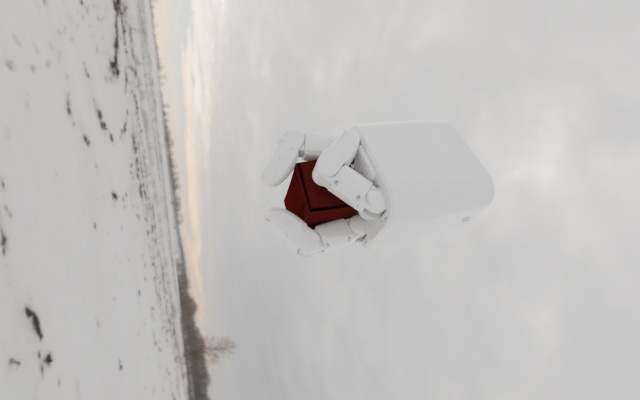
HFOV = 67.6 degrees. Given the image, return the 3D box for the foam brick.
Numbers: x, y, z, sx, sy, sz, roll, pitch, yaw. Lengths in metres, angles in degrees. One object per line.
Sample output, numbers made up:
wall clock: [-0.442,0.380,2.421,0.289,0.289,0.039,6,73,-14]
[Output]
foam brick: [0.000,0.002,0.460,0.051,0.053,0.078,-9,-24,-18]
